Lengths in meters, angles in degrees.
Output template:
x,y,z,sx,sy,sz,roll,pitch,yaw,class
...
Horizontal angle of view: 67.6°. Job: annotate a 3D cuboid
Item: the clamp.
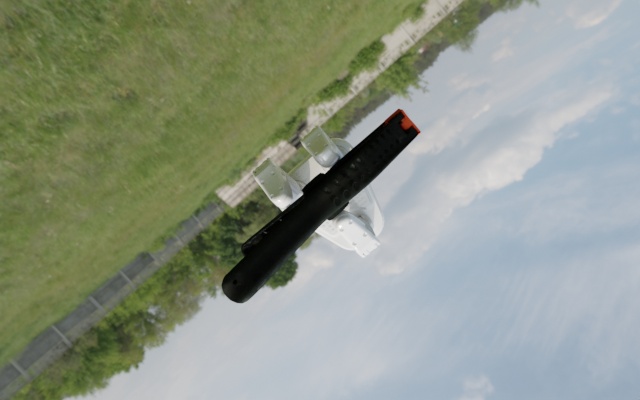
x,y,z,sx,sy,sz,roll,pitch,yaw,class
0.001,0.002,0.408,0.210,0.036,0.164,-41,7,6,clamp
